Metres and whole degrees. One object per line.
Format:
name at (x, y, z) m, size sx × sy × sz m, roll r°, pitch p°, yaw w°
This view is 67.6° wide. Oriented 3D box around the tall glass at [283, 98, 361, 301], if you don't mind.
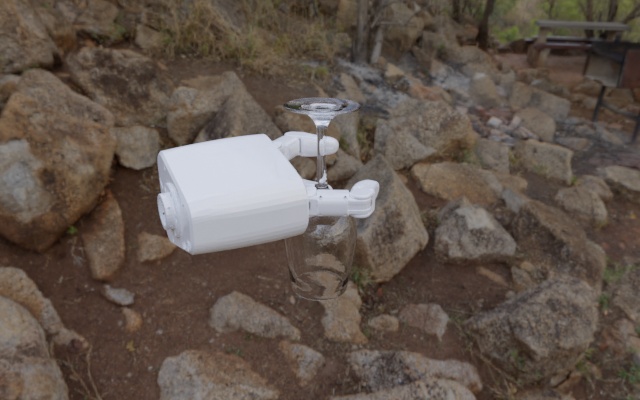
tall glass at (0.000, 0.001, 0.490) m, size 0.079 × 0.201 × 0.079 m, roll 0°, pitch 22°, yaw 0°
